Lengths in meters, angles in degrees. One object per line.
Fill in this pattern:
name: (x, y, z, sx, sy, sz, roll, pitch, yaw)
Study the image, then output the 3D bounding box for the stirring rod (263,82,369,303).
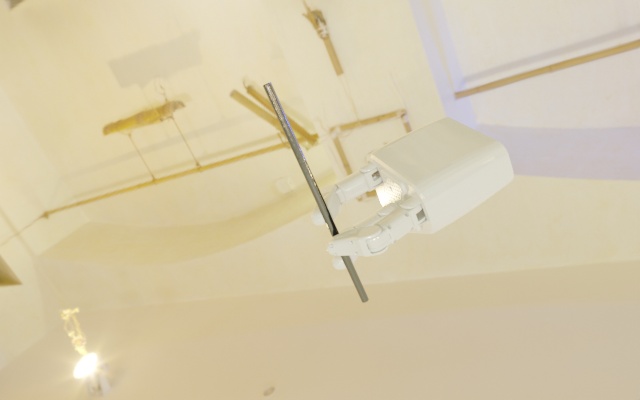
stirring rod: (0.000, 0.001, 0.457, 0.011, 0.240, 0.011, -21, 21, 8)
